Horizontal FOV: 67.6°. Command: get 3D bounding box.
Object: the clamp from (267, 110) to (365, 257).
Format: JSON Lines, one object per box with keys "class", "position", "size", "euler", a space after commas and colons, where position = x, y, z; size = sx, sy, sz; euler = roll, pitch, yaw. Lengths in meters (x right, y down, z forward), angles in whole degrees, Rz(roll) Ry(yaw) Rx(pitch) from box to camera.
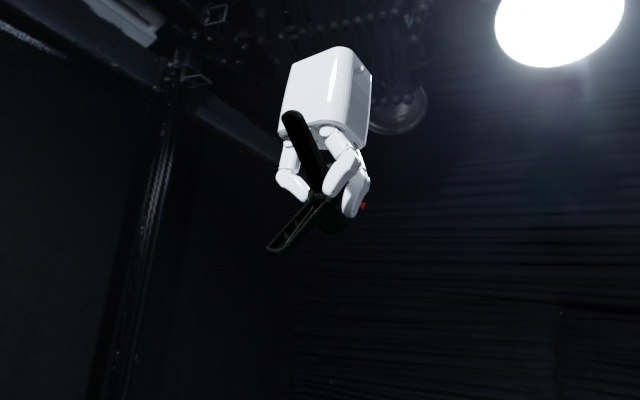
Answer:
{"class": "clamp", "position": [0.000, 0.002, 0.601], "size": [0.036, 0.164, 0.210], "euler": [3, -14, 29]}
